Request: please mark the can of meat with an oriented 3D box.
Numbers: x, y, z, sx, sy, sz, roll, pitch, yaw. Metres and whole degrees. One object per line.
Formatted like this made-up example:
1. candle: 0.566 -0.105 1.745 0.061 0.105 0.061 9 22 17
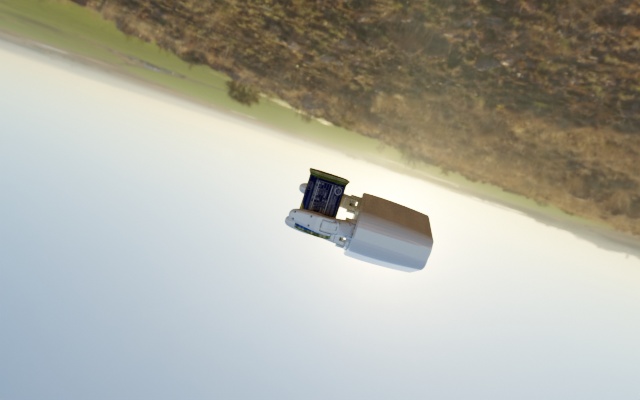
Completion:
1. can of meat: 0.000 0.003 0.671 0.057 0.084 0.102 17 5 -2
